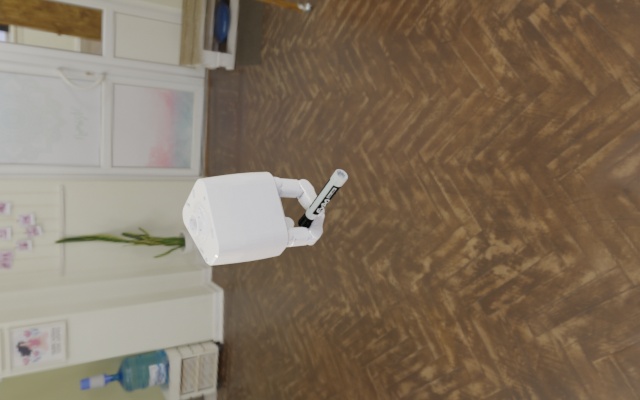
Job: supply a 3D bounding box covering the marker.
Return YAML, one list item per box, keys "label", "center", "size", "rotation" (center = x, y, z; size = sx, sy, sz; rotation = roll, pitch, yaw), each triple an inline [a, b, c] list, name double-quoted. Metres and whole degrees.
- label: "marker"
  center: [0.000, 0.002, 0.658]
  size: [0.020, 0.020, 0.121]
  rotation: [0, -36, -35]
